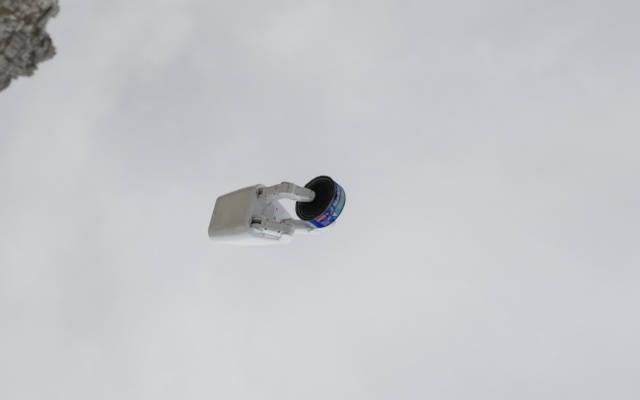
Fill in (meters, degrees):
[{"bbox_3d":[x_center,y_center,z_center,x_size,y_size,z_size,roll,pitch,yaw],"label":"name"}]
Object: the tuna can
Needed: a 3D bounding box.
[{"bbox_3d":[0.001,0.003,0.798,0.086,0.086,0.034,0,-28,45],"label":"tuna can"}]
